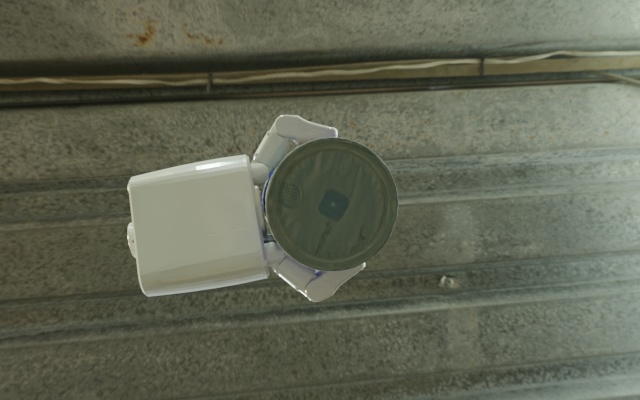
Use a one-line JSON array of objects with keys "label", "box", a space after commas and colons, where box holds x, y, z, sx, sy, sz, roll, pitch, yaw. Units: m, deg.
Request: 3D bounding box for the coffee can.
[{"label": "coffee can", "box": [0.000, 0.001, 0.430, 0.103, 0.103, 0.140, 0, 1, -8]}]
